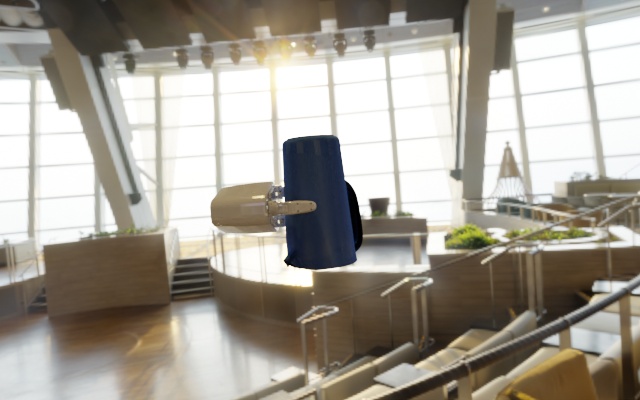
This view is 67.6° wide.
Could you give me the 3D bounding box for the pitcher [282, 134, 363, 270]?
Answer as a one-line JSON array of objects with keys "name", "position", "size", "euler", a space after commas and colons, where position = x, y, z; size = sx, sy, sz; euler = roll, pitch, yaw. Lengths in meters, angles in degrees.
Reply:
[{"name": "pitcher", "position": [0.000, 0.003, 0.895], "size": [0.145, 0.243, 0.149], "euler": [-5, 3, 6]}]
